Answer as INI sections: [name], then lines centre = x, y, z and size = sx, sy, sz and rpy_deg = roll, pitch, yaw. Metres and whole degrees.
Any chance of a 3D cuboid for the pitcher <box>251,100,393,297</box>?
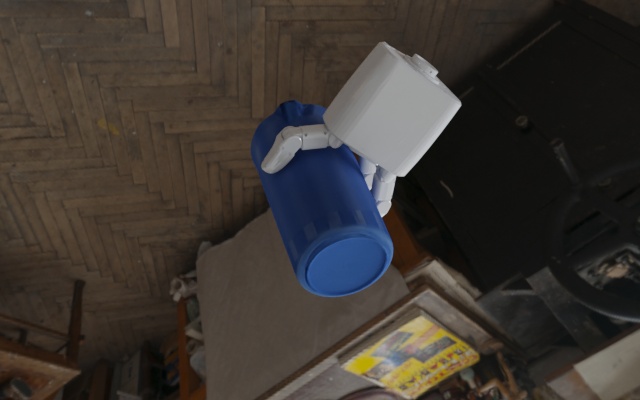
[pitcher]
centre = 0.000, 0.002, 0.591
size = 0.149, 0.145, 0.242
rpy_deg = 22, 29, -32
